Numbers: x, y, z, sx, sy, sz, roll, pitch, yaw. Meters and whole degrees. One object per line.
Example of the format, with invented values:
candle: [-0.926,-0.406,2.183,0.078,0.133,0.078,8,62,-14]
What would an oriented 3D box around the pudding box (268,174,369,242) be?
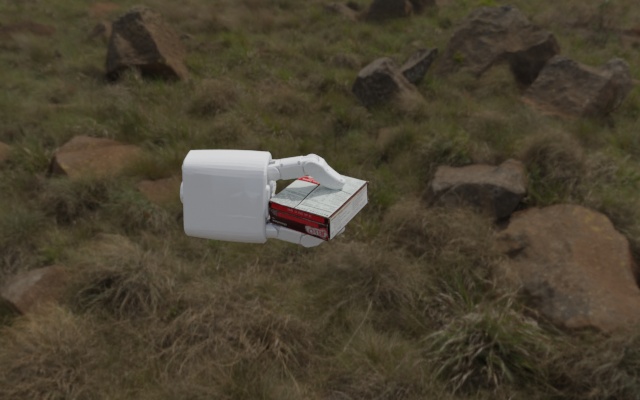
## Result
pudding box: [0.000,0.002,0.621,0.090,0.039,0.113,17,36,26]
